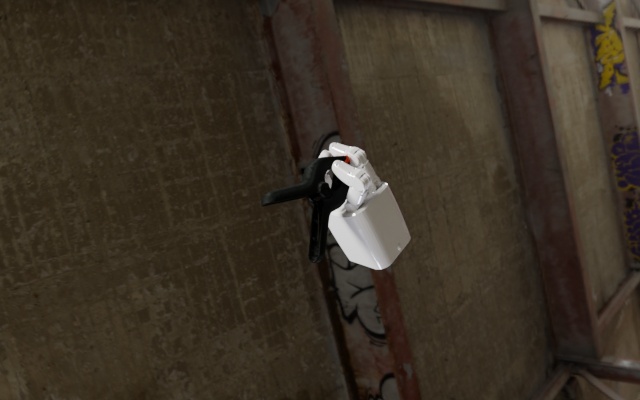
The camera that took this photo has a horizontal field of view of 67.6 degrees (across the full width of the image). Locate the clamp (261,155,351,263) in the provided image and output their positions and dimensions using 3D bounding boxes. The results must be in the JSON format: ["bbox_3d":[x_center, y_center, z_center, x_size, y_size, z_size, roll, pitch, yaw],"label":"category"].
[{"bbox_3d":[0.000,0.002,0.680,0.039,0.120,0.171,-8,27,47],"label":"clamp"}]
